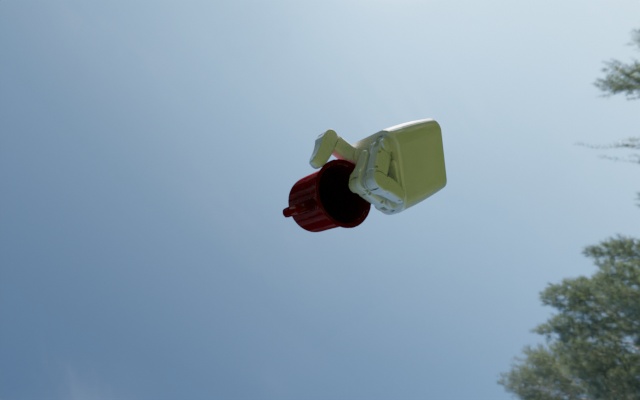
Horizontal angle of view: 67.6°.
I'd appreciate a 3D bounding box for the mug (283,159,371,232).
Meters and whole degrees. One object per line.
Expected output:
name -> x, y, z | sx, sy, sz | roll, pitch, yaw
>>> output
mug -> -0.001, 0.003, 0.648 | 0.117, 0.093, 0.081 | -22, 1, -38
